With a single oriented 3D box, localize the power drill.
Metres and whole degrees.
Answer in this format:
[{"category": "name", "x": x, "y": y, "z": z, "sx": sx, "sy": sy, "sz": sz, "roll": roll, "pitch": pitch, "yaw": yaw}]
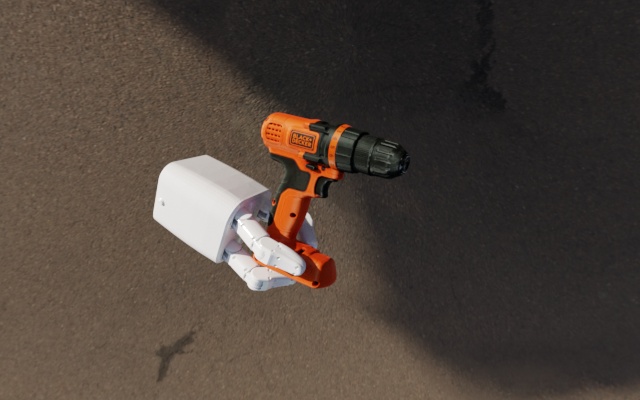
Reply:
[{"category": "power drill", "x": 0.000, "y": 0.002, "z": 0.557, "sx": 0.184, "sy": 0.188, "sz": 0.057, "roll": 19, "pitch": 12, "yaw": 29}]
